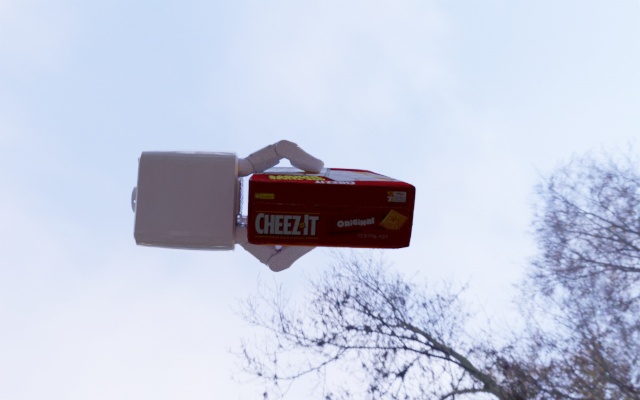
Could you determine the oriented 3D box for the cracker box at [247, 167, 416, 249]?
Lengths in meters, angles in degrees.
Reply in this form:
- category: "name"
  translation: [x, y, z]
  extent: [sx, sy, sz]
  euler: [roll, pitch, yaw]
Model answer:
- category: "cracker box"
  translation: [0.000, 0.002, 0.561]
  extent: [0.164, 0.072, 0.213]
  euler: [1, 8, -6]
